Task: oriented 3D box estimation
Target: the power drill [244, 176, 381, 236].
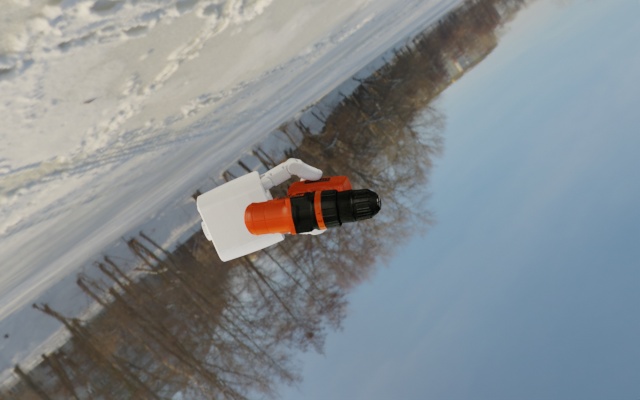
[{"bbox_3d":[0.000,0.002,0.697,0.184,0.057,0.187,-6,7,11],"label":"power drill"}]
